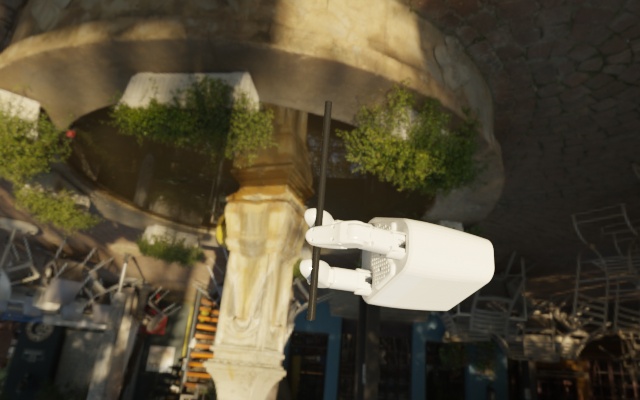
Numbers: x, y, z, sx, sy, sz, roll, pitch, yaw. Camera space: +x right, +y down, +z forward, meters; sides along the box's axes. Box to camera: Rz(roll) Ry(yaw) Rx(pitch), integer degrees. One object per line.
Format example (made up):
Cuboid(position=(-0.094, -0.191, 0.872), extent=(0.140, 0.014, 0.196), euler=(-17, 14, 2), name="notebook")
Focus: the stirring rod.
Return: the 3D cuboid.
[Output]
Cuboid(position=(0.000, 0.002, 0.496), extent=(0.011, 0.239, 0.011), euler=(4, -21, 2), name="stirring rod")
